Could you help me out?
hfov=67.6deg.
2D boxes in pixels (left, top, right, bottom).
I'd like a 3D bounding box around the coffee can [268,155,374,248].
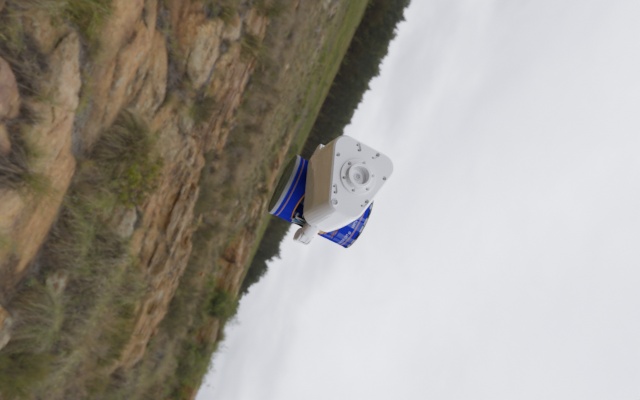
[{"bbox_3d":[0.000,0.003,0.773,0.140,0.103,0.103,26,-6,-12],"label":"coffee can"}]
